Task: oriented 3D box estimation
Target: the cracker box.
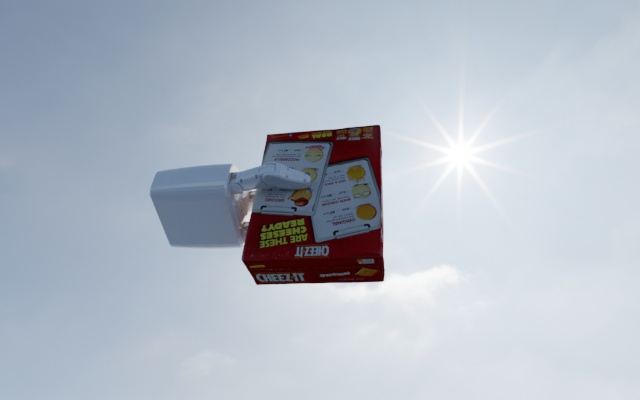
[{"bbox_3d":[0.000,0.002,0.624,0.164,0.213,0.072,-3,-39,10],"label":"cracker box"}]
